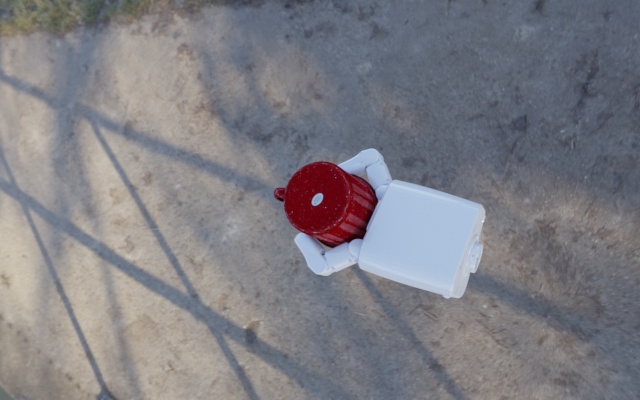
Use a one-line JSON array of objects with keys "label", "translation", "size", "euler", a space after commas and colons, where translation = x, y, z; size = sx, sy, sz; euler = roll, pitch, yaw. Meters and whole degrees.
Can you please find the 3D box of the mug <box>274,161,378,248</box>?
[{"label": "mug", "translation": [-0.001, 0.001, 0.545], "size": [0.117, 0.093, 0.081], "euler": [14, -6, 26]}]
